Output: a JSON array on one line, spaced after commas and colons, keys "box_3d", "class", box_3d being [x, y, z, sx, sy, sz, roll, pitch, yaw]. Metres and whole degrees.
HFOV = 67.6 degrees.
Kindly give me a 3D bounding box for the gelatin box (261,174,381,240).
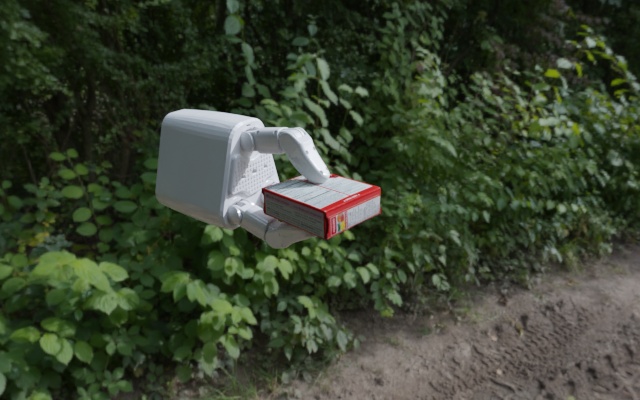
[{"box_3d": [0.000, 0.001, 0.447, 0.073, 0.030, 0.089, -22, 28, -40], "class": "gelatin box"}]
